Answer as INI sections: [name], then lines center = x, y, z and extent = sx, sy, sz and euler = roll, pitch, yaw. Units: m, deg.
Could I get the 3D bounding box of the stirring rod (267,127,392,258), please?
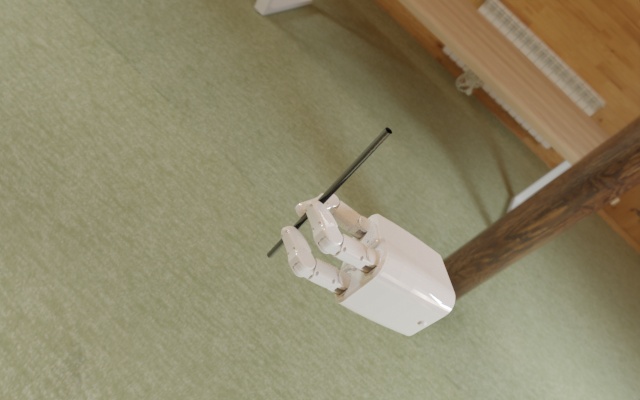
[stirring rod]
center = 0.000, 0.002, 0.523
extent = 0.011, 0.011, 0.240
euler = 0, -34, -40
